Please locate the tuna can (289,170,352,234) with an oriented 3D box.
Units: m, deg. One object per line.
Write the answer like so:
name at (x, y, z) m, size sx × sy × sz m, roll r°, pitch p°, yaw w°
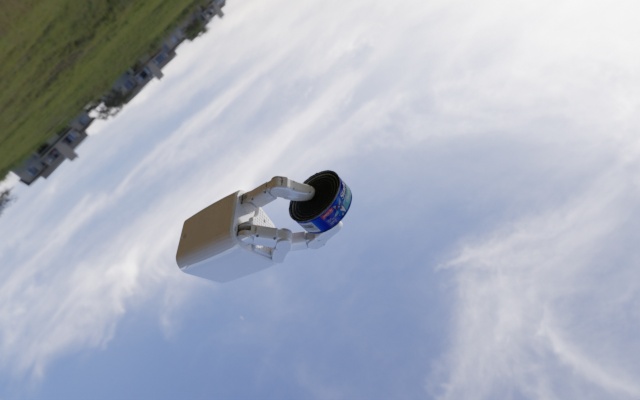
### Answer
tuna can at (0.000, 0.002, 0.649) m, size 0.086 × 0.086 × 0.034 m, roll 0°, pitch -35°, yaw 46°
